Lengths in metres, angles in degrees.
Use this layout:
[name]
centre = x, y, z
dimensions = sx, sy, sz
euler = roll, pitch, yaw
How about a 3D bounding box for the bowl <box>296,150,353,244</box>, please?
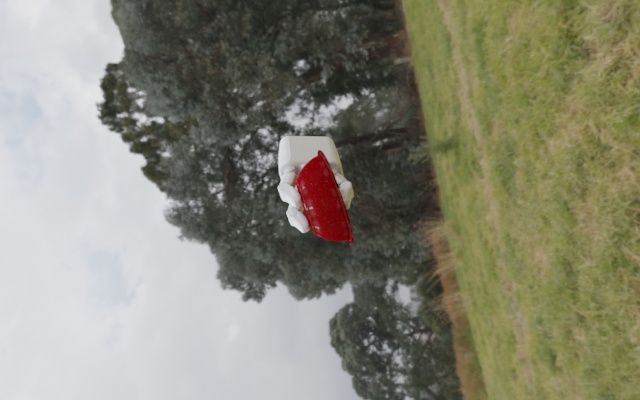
[bowl]
centre = 0.000, 0.003, 0.775
dimensions = 0.055, 0.162, 0.162
euler = -19, 2, -5
